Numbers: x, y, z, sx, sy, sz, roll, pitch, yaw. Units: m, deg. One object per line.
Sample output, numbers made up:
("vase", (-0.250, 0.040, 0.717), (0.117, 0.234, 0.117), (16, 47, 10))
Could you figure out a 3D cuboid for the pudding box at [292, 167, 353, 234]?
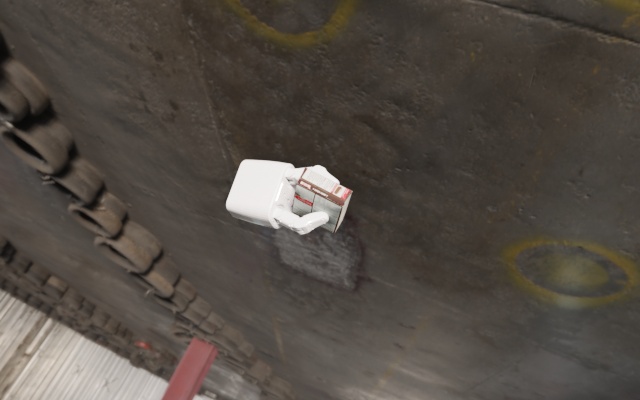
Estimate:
("pudding box", (0.000, 0.003, 0.822), (0.090, 0.039, 0.113), (26, -26, 7))
